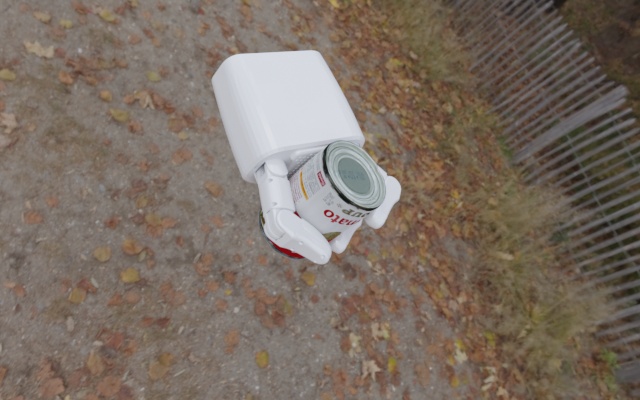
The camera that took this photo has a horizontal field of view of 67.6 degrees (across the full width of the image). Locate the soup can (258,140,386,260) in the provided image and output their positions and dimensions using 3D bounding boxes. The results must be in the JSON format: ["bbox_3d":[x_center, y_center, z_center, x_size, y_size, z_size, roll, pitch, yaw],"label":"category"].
[{"bbox_3d":[0.000,0.002,0.422,0.068,0.068,0.102,0,-28,-42],"label":"soup can"}]
